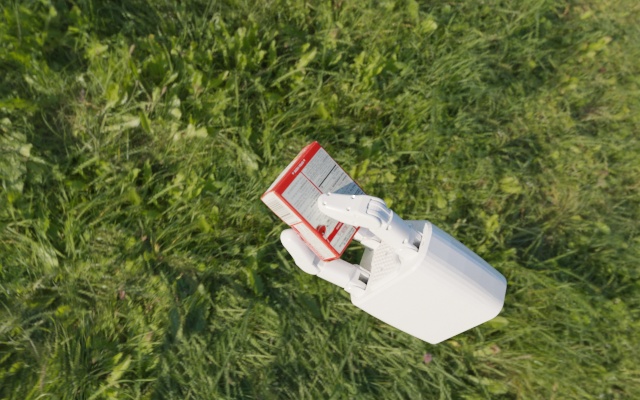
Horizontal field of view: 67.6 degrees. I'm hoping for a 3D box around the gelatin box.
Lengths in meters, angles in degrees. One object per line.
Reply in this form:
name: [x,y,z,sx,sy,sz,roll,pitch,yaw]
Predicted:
gelatin box: [0.000,0.001,0.447,0.030,0.089,0.073,-24,24,55]
